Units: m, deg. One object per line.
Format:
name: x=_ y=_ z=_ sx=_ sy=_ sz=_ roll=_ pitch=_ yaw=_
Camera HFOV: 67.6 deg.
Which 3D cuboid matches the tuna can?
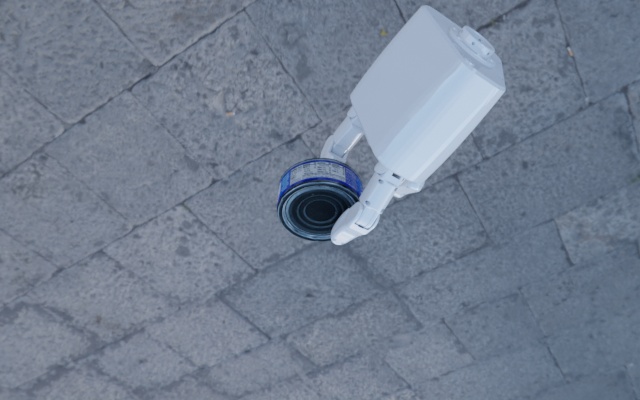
tuna can: x=0.000 y=0.002 z=0.468 sx=0.086 sy=0.086 sz=0.033 roll=0 pitch=44 yaw=0
